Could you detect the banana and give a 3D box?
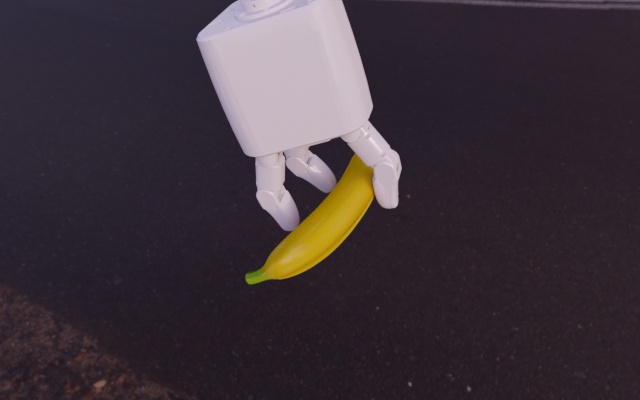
[{"bbox_3d":[0.011,0.007,0.450,0.069,0.037,0.197,13,50,45],"label":"banana"}]
